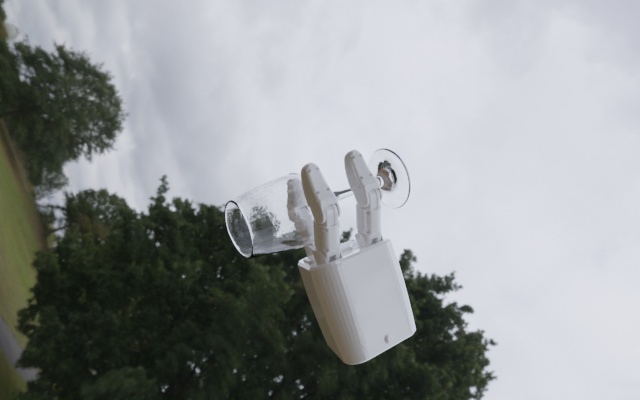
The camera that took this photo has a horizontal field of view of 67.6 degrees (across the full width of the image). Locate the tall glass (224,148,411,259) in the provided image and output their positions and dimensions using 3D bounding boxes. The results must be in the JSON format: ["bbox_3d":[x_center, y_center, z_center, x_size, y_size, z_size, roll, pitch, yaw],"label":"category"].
[{"bbox_3d":[0.001,0.001,0.522,0.201,0.079,0.079,-18,9,-30],"label":"tall glass"}]
